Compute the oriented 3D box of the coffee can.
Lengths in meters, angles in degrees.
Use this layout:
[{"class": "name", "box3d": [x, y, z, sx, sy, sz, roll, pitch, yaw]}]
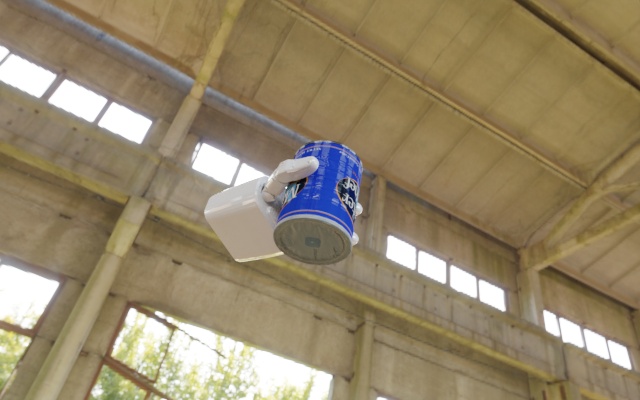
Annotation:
[{"class": "coffee can", "box3d": [0.000, 0.002, 0.653, 0.103, 0.140, 0.103, 7, -40, 6]}]
